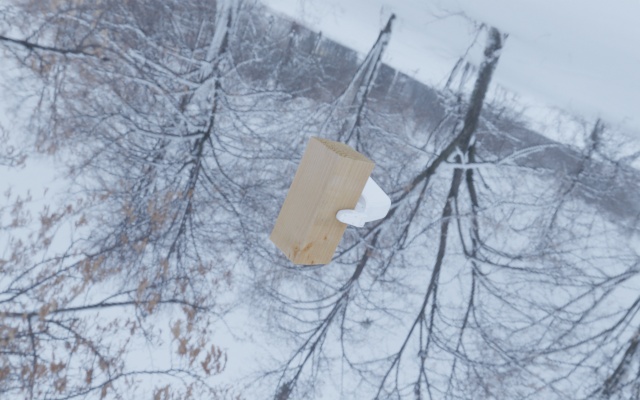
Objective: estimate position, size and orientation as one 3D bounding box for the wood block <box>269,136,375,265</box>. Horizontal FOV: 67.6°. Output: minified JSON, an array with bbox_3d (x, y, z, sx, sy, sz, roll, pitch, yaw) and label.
[{"bbox_3d":[0.001,0.003,0.845,0.090,0.206,0.090,7,23,-43],"label":"wood block"}]
